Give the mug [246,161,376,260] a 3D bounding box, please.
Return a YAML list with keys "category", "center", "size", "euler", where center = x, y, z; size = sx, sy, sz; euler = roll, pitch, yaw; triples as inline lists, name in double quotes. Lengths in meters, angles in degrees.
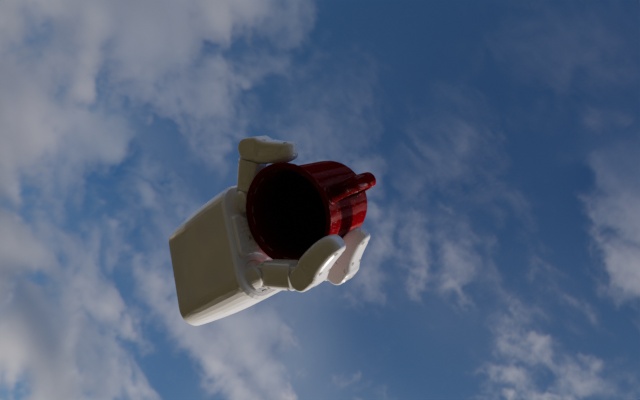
- category: "mug"
  center: [0.001, 0.001, 0.442]
  size: [0.117, 0.093, 0.081]
  euler: [-29, -7, 34]
